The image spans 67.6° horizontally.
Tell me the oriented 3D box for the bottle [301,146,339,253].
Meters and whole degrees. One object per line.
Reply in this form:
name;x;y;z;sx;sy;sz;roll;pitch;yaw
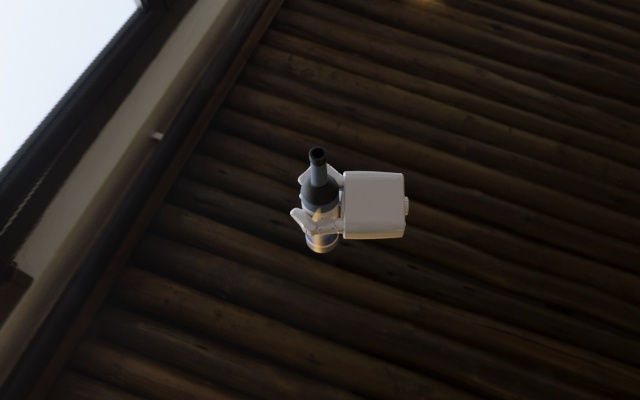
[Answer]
bottle;0.000;0.003;0.853;0.069;0.069;0.296;0;-30;2
